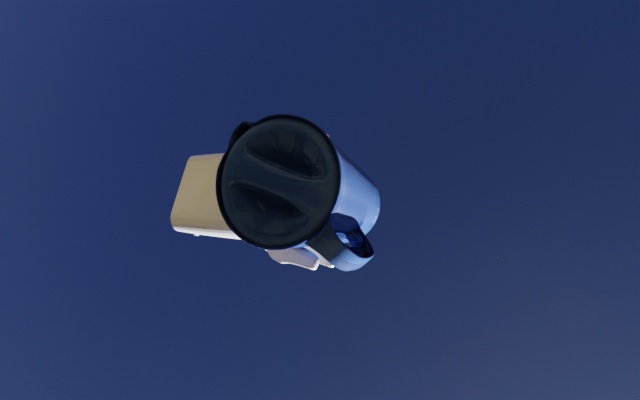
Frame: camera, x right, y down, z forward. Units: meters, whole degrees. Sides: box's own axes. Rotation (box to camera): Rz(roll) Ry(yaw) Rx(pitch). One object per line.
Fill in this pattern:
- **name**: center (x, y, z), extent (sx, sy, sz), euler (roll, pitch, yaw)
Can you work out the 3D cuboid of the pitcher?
- **pitcher**: center (0.000, 0.002, 0.564), extent (0.145, 0.149, 0.243), euler (2, -6, 20)
